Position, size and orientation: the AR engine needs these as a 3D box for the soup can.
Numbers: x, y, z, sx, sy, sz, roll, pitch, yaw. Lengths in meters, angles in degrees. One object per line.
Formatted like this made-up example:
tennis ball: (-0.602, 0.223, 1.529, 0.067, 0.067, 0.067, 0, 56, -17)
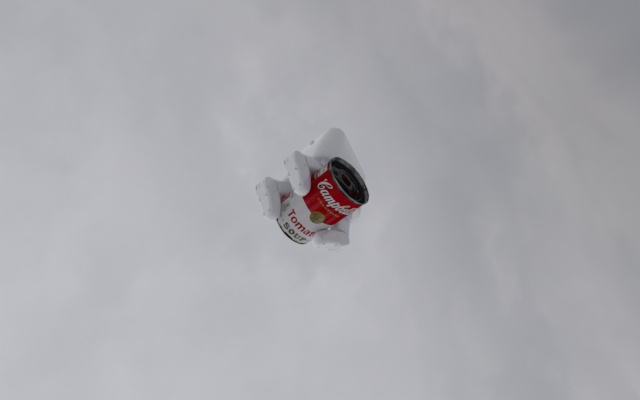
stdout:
soup can: (0.000, 0.002, 0.596, 0.102, 0.068, 0.068, -36, -19, 28)
